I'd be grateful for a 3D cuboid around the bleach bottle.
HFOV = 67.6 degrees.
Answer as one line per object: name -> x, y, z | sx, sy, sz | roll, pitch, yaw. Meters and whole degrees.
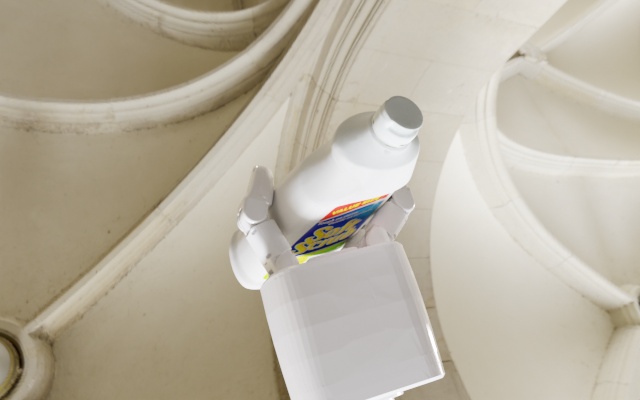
bleach bottle -> 0.000, 0.001, 0.407 | 0.102, 0.068, 0.251 | -7, -24, -28
